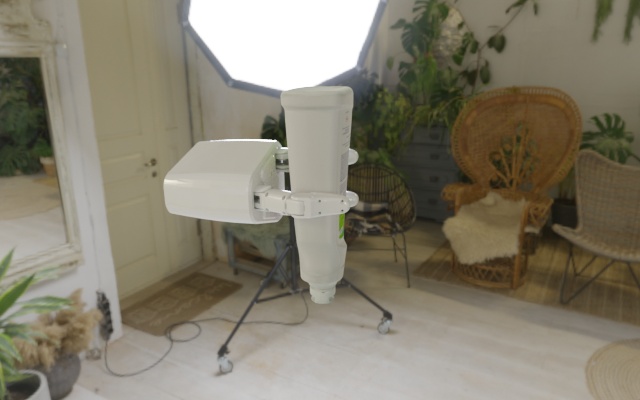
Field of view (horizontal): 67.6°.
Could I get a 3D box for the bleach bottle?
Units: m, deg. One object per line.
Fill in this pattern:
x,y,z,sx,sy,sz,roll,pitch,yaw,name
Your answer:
0.000,0.002,0.539,0.068,0.251,0.102,4,17,13,bleach bottle
